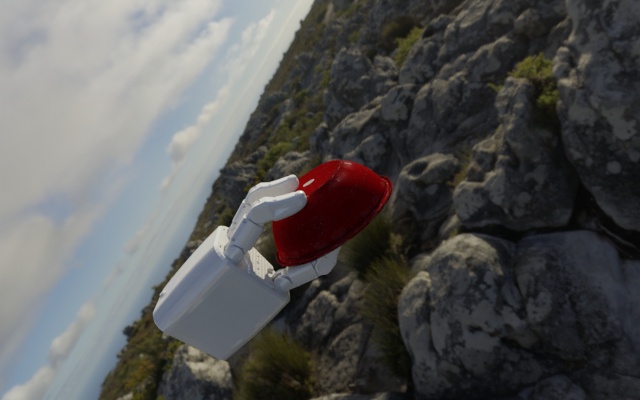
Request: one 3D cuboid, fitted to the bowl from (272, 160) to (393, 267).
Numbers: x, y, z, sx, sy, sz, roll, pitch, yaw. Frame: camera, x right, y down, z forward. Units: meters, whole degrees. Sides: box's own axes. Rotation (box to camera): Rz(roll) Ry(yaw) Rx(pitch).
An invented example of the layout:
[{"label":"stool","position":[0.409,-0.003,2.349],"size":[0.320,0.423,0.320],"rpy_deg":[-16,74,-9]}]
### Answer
[{"label":"bowl","position":[0.001,0.001,0.548],"size":[0.162,0.055,0.162],"rpy_deg":[-32,17,11]}]
